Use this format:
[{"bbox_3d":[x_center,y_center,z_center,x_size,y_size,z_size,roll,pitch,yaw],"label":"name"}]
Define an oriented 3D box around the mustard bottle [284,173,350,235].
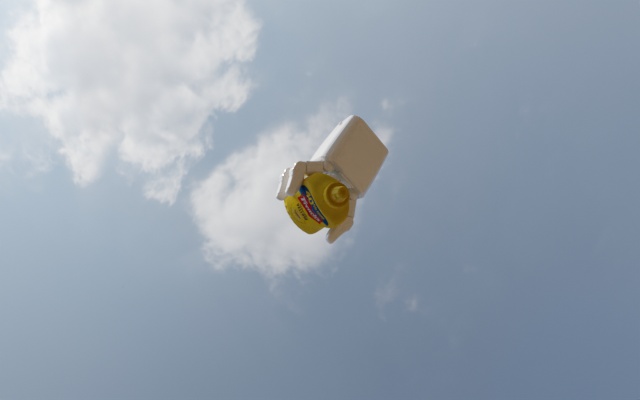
[{"bbox_3d":[0.000,0.003,0.808,0.058,0.096,0.191,-31,3,-24],"label":"mustard bottle"}]
